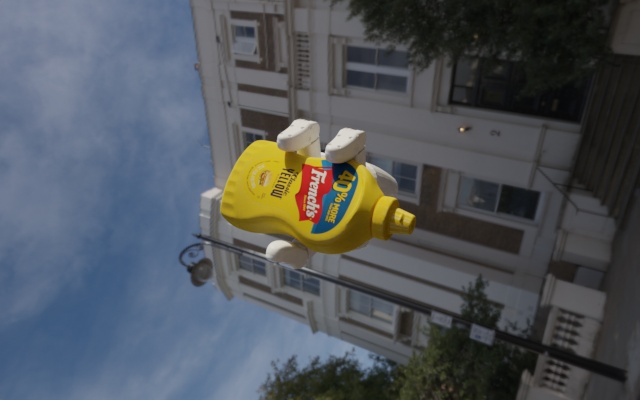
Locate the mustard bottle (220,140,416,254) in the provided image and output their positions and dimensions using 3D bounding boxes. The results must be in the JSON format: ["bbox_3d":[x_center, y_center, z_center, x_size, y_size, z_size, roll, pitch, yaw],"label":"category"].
[{"bbox_3d":[0.000,0.001,0.473,0.191,0.096,0.058,15,-22,25],"label":"mustard bottle"}]
